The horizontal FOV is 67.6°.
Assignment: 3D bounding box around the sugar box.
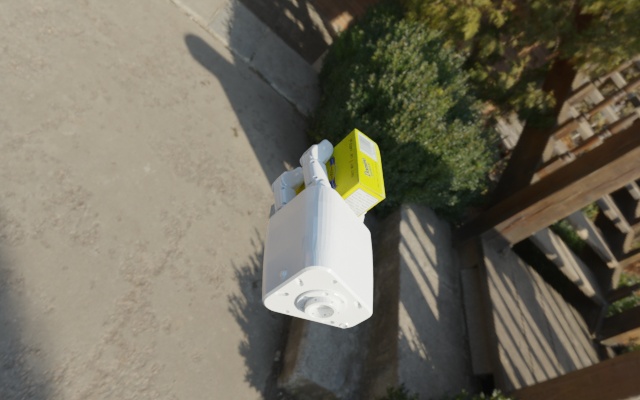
[{"bbox_3d":[0.000,0.002,0.586,0.048,0.093,0.176,31,-51,-29],"label":"sugar box"}]
